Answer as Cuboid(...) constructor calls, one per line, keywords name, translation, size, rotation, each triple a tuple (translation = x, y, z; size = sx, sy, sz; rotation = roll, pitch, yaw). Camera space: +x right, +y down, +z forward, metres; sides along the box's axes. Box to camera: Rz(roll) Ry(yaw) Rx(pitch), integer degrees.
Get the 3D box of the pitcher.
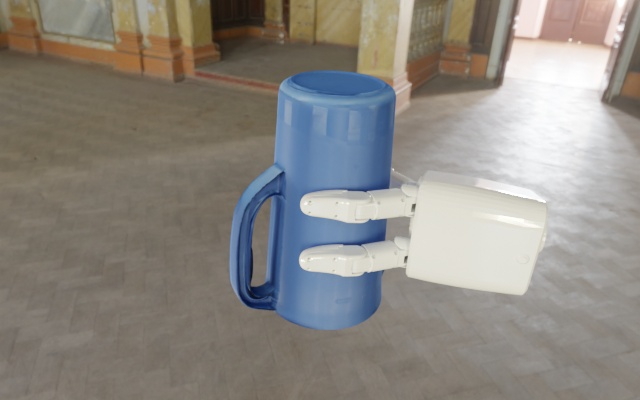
Cuboid(name="pitcher", translation=(0.000, 0.002, 0.483), size=(0.145, 0.243, 0.149), rotation=(11, 28, 14))
